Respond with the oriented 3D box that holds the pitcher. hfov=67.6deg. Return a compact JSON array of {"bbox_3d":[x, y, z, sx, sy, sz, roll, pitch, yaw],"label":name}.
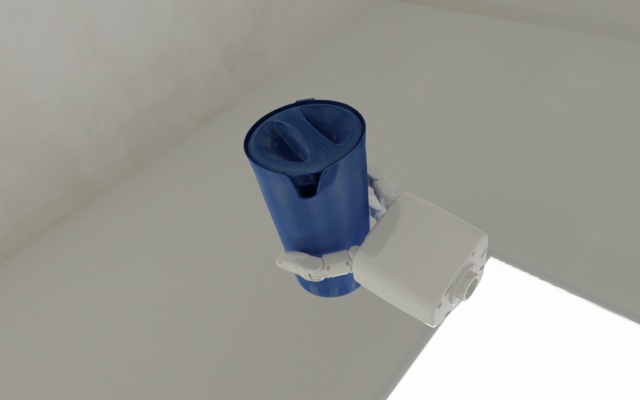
[{"bbox_3d":[0.000,0.002,0.597,0.145,0.243,0.149,27,55,34],"label":"pitcher"}]
